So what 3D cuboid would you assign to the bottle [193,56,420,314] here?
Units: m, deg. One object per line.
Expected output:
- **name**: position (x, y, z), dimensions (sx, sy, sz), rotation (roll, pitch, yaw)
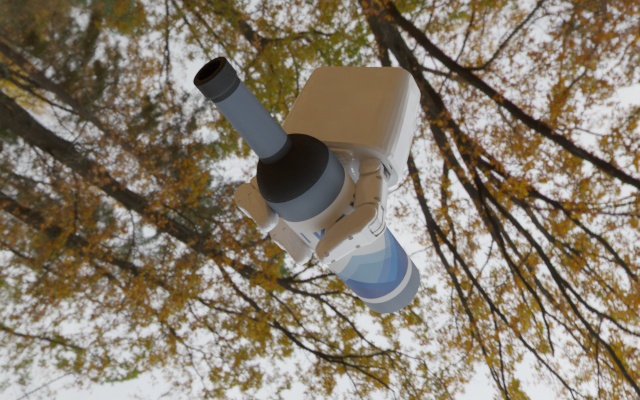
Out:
- **bottle**: position (0.000, 0.002, 0.406), dimensions (0.069, 0.069, 0.296), rotation (0, -36, 38)
